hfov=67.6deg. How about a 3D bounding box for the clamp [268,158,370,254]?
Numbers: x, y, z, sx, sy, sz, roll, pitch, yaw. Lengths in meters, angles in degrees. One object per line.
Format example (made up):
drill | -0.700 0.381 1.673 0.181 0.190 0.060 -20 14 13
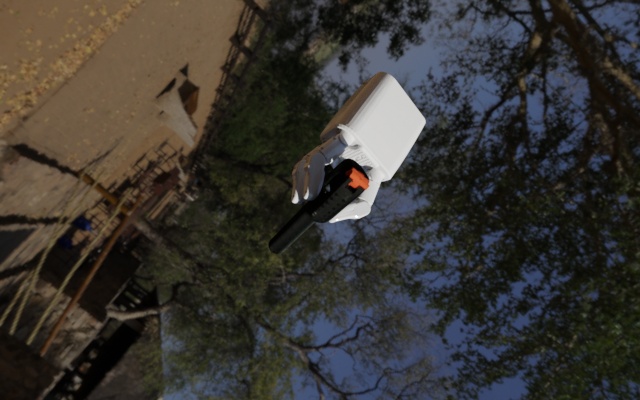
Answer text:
clamp | 0.001 0.002 0.640 0.036 0.164 0.210 36 -16 -13
